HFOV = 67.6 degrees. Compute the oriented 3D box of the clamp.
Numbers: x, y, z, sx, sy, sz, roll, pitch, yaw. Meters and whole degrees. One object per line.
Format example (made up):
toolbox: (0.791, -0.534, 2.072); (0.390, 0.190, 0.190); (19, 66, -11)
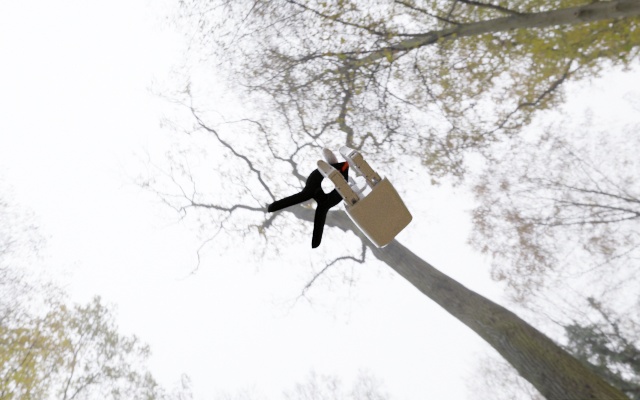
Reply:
clamp: (0.000, 0.003, 0.886); (0.171, 0.120, 0.039); (-42, 19, -7)
